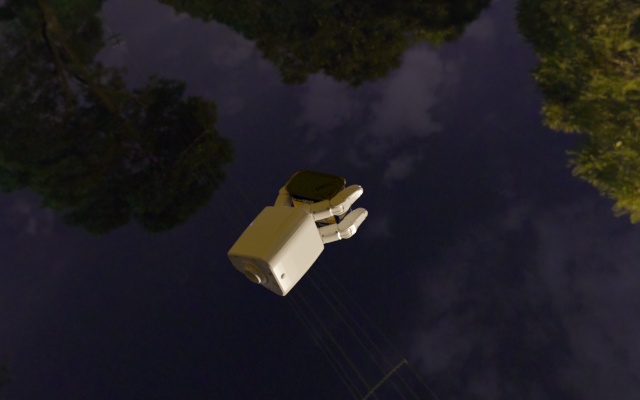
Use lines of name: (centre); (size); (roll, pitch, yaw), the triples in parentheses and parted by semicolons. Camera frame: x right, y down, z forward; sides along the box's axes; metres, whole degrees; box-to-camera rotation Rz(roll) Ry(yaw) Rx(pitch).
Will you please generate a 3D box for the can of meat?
can of meat: (0.000, 0.003, 0.803); (0.102, 0.084, 0.057); (13, 50, 32)
